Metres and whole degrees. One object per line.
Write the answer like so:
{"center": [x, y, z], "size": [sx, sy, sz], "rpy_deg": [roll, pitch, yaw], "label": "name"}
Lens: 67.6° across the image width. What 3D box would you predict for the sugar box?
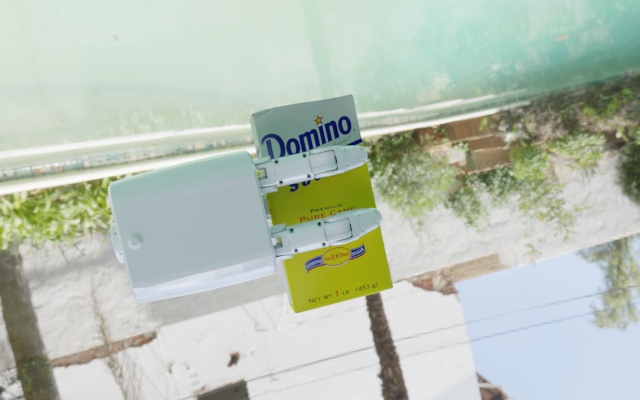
{"center": [0.000, 0.002, 0.427], "size": [0.093, 0.176, 0.048], "rpy_deg": [-13, 4, -11], "label": "sugar box"}
